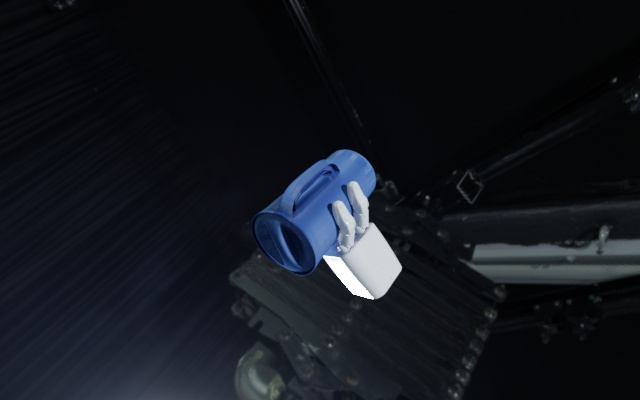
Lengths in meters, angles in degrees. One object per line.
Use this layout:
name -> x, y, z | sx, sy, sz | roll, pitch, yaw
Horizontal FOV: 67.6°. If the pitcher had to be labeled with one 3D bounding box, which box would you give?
pitcher -> 0.000, 0.003, 0.855 | 0.149, 0.145, 0.242 | -22, 19, 49
